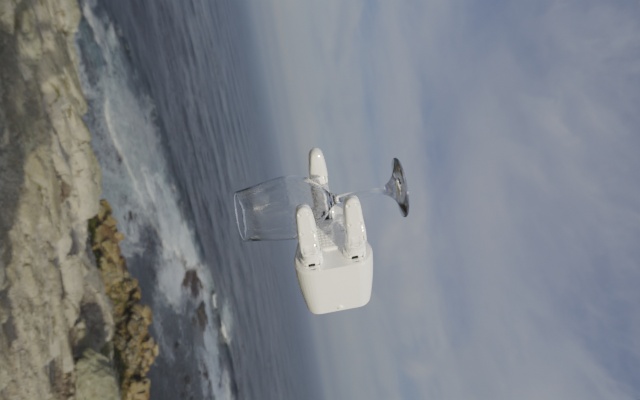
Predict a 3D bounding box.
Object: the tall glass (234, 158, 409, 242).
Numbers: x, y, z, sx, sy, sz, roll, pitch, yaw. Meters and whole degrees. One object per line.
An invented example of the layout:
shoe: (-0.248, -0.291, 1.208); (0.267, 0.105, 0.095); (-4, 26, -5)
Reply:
tall glass: (0.001, 0.002, 0.581); (0.201, 0.079, 0.079); (-10, 0, -2)
